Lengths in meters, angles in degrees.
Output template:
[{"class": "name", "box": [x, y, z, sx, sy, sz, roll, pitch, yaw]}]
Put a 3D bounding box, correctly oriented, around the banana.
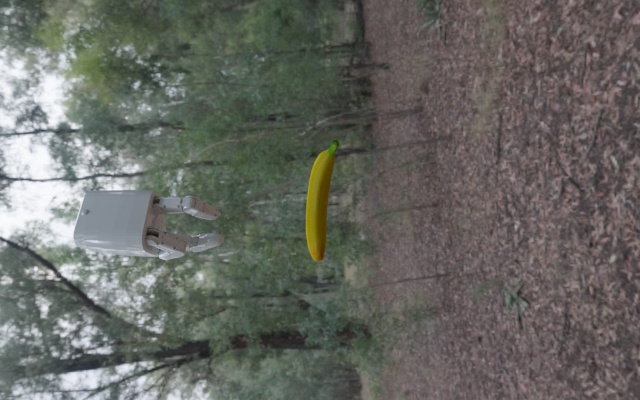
[{"class": "banana", "box": [-0.002, 0.002, 0.788, 0.037, 0.197, 0.069, 8, -9, -8]}]
